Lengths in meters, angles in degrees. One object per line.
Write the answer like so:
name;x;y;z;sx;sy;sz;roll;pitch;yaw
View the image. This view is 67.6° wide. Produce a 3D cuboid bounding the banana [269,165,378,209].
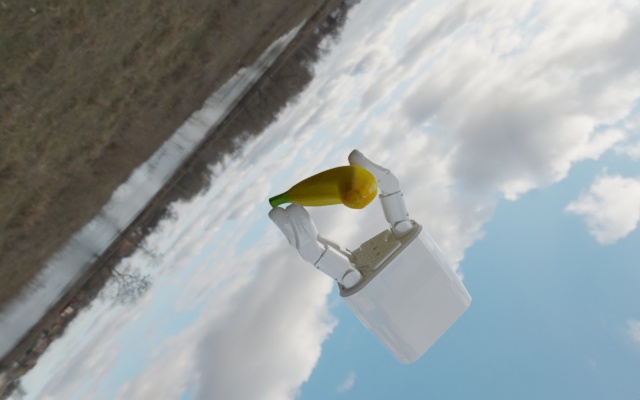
banana;0.013;-0.008;0.470;0.069;0.037;0.198;-35;11;-22
